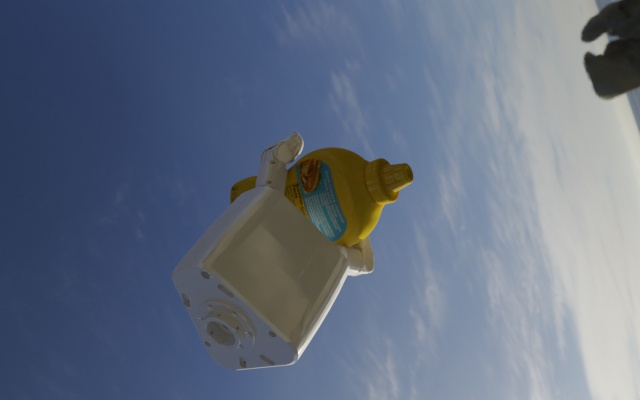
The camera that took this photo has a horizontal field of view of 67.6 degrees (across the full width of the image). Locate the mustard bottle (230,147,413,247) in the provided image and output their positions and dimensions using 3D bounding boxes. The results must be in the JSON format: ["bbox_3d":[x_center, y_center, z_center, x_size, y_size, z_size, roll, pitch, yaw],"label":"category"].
[{"bbox_3d":[0.000,0.001,0.462,0.191,0.096,0.058,-19,-3,34],"label":"mustard bottle"}]
